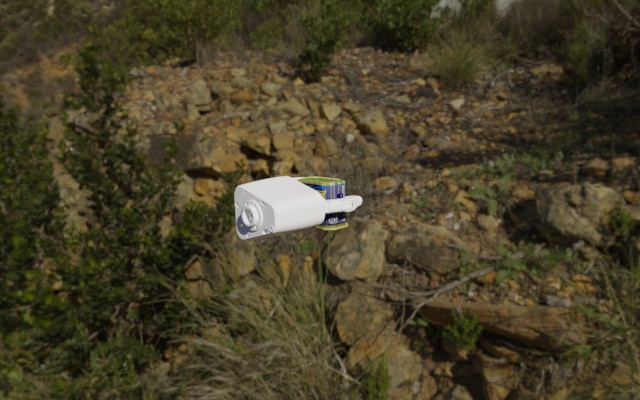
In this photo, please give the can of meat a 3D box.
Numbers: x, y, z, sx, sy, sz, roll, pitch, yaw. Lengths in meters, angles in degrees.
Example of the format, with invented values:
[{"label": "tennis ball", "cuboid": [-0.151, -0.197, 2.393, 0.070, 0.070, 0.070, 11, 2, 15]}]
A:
[{"label": "can of meat", "cuboid": [0.000, 0.003, 0.865, 0.057, 0.084, 0.102, -11, 13, -42]}]
